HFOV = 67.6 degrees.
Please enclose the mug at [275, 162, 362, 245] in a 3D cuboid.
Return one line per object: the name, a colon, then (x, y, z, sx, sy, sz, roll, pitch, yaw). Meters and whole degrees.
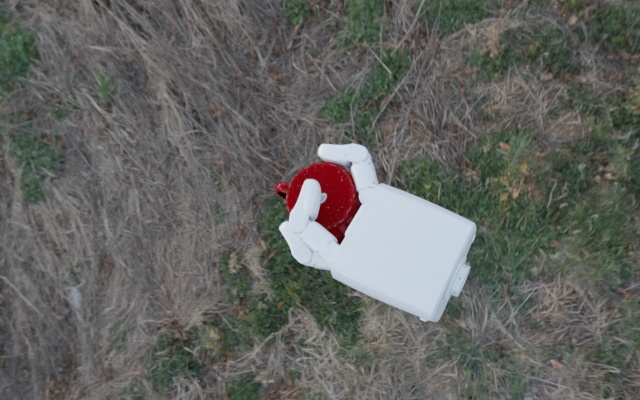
mug: (-0.001, 0.001, 0.554, 0.117, 0.093, 0.081, 21, -8, 22)
